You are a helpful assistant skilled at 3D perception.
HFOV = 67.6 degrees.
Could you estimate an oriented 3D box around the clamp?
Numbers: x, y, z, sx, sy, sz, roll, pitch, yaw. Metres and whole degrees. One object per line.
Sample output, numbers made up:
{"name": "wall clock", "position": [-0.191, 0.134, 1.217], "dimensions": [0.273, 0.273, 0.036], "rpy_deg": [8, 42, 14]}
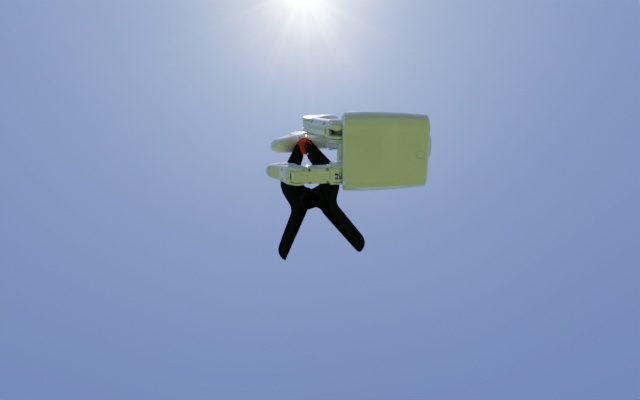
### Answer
{"name": "clamp", "position": [0.000, 0.002, 0.643], "dimensions": [0.120, 0.171, 0.039], "rpy_deg": [-1, 20, 0]}
